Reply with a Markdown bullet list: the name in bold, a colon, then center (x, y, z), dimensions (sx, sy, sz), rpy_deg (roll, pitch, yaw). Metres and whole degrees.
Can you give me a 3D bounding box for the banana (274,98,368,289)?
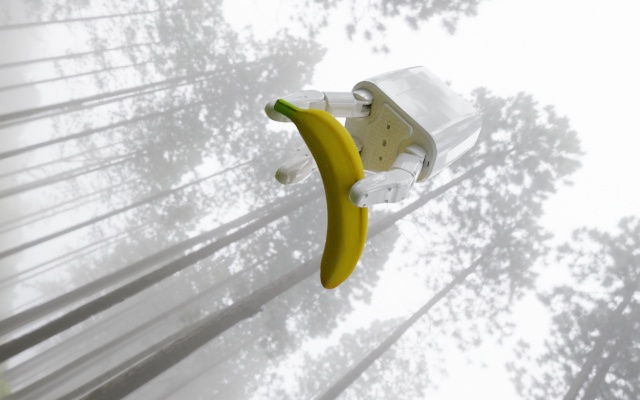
- **banana**: center (0.013, 0.000, 0.438), dimensions (0.069, 0.198, 0.037), rpy_deg (8, 29, 42)
